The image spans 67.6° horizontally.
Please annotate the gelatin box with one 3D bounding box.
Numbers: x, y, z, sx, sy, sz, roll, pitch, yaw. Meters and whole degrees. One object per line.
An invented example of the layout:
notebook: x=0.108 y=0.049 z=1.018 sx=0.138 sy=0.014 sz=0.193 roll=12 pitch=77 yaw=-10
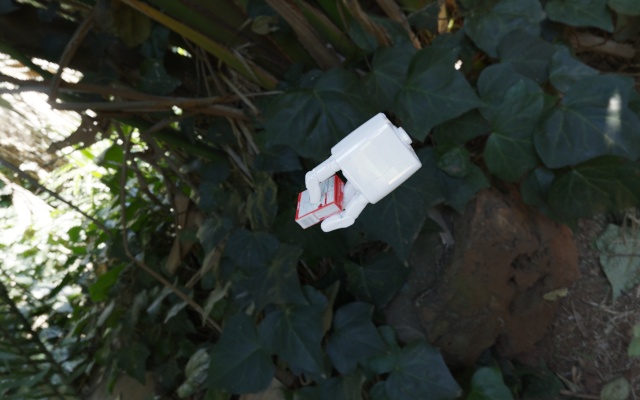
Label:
gelatin box: x=0.000 y=0.003 z=0.866 sx=0.089 sy=0.073 sz=0.030 roll=-26 pitch=-54 yaw=25
